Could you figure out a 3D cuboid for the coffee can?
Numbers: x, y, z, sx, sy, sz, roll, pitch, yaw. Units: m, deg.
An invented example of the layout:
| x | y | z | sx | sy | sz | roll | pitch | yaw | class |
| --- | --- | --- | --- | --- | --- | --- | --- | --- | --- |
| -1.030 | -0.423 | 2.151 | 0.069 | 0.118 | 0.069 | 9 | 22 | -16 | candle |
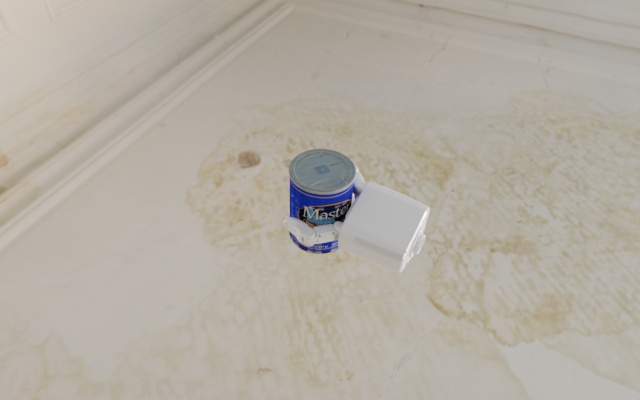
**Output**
| x | y | z | sx | sy | sz | roll | pitch | yaw | class |
| --- | --- | --- | --- | --- | --- | --- | --- | --- | --- |
| 0.000 | 0.002 | 0.774 | 0.103 | 0.140 | 0.102 | 2 | 43 | -2 | coffee can |
